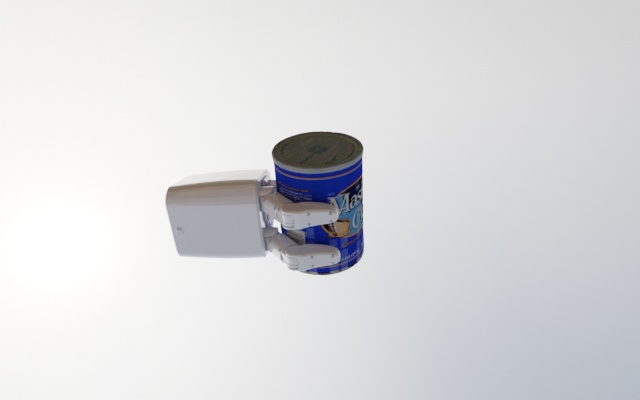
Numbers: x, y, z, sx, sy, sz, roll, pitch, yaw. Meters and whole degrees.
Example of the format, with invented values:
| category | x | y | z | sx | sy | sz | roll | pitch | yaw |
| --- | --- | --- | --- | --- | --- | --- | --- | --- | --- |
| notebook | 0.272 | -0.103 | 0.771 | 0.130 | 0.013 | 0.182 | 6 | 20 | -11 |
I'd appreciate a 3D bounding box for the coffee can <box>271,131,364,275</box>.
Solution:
| category | x | y | z | sx | sy | sz | roll | pitch | yaw |
| --- | --- | --- | --- | --- | --- | --- | --- | --- | --- |
| coffee can | 0.000 | 0.002 | 0.566 | 0.103 | 0.140 | 0.102 | -3 | 30 | 1 |
